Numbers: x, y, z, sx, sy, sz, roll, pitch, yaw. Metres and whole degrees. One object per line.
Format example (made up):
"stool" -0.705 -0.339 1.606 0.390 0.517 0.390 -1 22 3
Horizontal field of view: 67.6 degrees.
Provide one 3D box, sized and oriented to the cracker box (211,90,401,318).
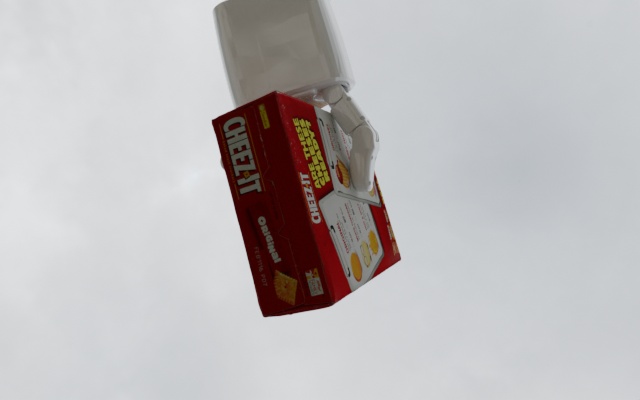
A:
"cracker box" 0.000 0.001 0.452 0.072 0.164 0.213 -18 -5 22
